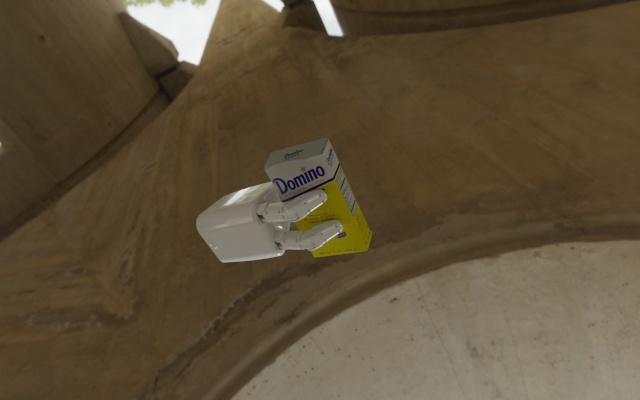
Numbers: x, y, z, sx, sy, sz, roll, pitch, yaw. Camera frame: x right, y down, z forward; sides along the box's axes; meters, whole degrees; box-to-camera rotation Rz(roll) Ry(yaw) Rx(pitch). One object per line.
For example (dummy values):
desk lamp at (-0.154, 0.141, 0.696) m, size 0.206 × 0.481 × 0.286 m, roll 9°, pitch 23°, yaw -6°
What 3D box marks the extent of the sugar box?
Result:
sugar box at (0.000, 0.003, 0.683) m, size 0.093 × 0.176 × 0.048 m, roll -11°, pitch 37°, yaw 26°
